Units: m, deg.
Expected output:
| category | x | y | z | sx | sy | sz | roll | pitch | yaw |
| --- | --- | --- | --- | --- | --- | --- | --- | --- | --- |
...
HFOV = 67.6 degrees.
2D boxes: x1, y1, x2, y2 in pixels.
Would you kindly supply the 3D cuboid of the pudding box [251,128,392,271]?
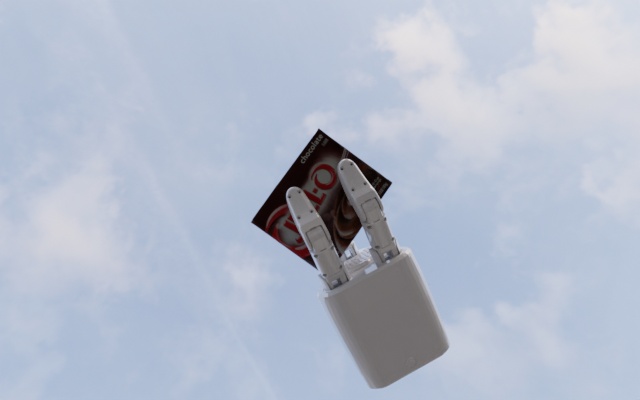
| category | x | y | z | sx | sy | sz | roll | pitch | yaw |
| --- | --- | --- | --- | --- | --- | --- | --- | --- | --- |
| pudding box | 0.000 | 0.002 | 0.468 | 0.090 | 0.113 | 0.039 | 36 | -5 | -7 |
